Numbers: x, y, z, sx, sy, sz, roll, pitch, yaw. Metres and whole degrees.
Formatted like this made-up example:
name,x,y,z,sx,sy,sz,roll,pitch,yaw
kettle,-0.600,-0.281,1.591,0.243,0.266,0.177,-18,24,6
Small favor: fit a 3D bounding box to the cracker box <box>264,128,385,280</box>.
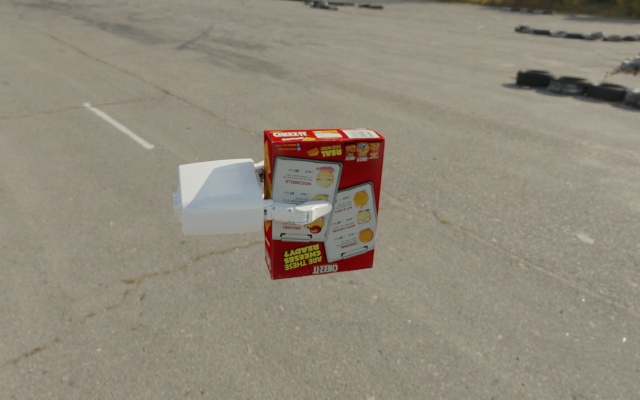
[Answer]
name,x,y,z,sx,sy,sz,roll,pitch,yaw
cracker box,0.000,0.002,0.710,0.164,0.214,0.072,-4,25,-15
